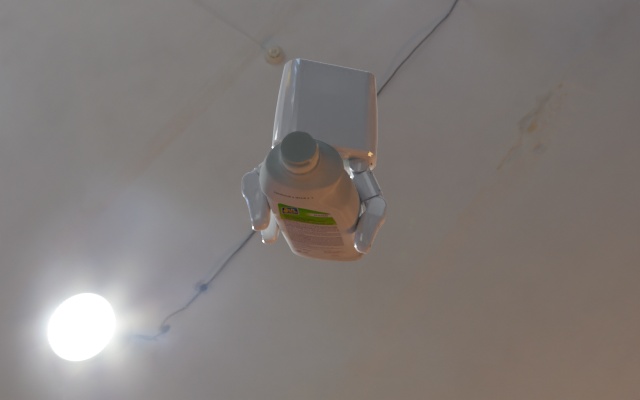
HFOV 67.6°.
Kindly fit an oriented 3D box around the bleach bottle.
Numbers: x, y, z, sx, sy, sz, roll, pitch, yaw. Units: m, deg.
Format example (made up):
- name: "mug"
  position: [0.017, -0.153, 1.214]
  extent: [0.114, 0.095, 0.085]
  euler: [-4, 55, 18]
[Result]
- name: "bleach bottle"
  position: [0.000, 0.002, 0.489]
  extent: [0.102, 0.068, 0.251]
  euler: [3, -20, 5]
